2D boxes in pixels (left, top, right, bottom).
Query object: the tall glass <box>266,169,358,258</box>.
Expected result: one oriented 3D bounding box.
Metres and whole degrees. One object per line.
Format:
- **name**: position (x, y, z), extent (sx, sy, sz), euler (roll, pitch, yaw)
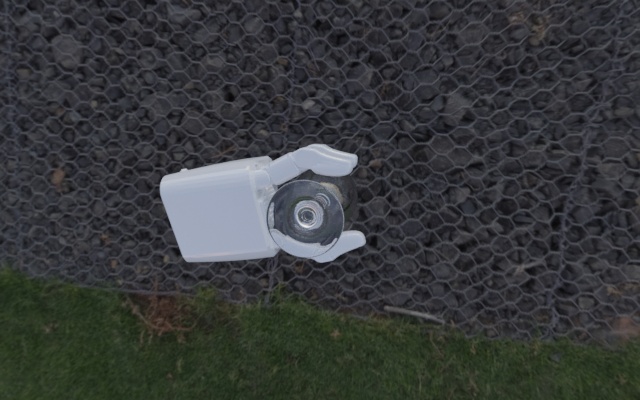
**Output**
- **tall glass**: position (0.000, 0.002, 0.540), extent (0.079, 0.079, 0.201), euler (0, 9, 9)
